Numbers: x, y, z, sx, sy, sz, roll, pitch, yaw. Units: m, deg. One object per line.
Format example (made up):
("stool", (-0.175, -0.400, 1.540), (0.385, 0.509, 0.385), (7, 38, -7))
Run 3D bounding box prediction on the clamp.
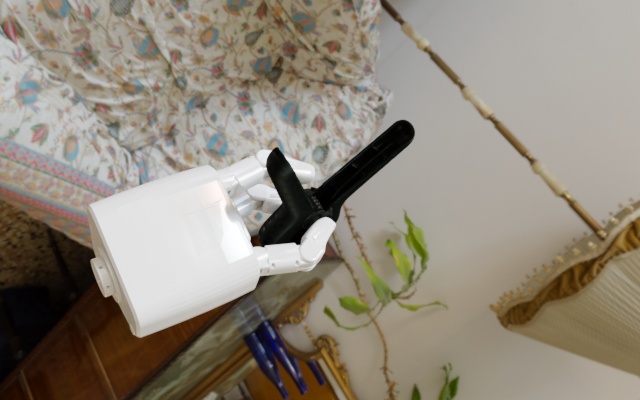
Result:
("clamp", (0.000, 0.003, 0.478), (0.164, 0.036, 0.210), (-21, -26, -31))
